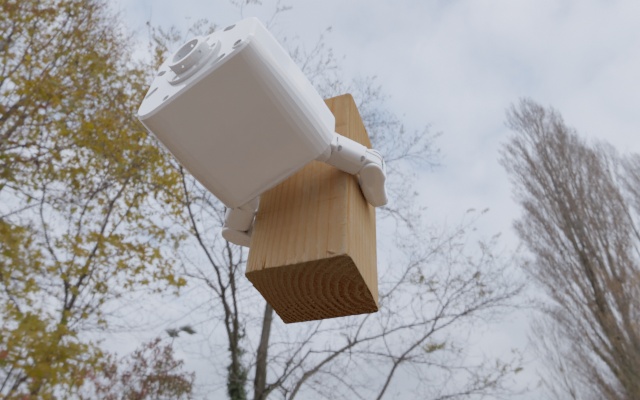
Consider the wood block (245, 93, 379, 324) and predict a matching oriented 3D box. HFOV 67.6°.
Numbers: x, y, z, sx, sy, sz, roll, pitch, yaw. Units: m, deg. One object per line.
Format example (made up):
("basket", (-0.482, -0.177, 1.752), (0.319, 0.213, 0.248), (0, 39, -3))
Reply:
("wood block", (0.000, 0.001, 0.461), (0.091, 0.206, 0.090), (-12, -45, 17))
